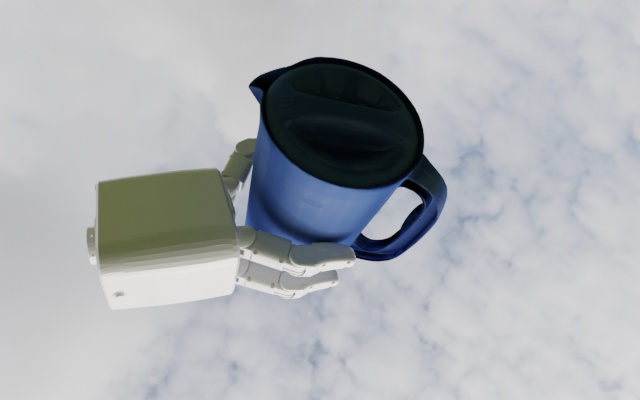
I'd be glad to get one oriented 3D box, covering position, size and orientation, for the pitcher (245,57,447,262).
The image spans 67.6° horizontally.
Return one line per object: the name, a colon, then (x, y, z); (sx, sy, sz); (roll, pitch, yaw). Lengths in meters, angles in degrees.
pitcher: (0.000, 0.001, 0.460); (0.145, 0.149, 0.243); (-8, -29, -21)
